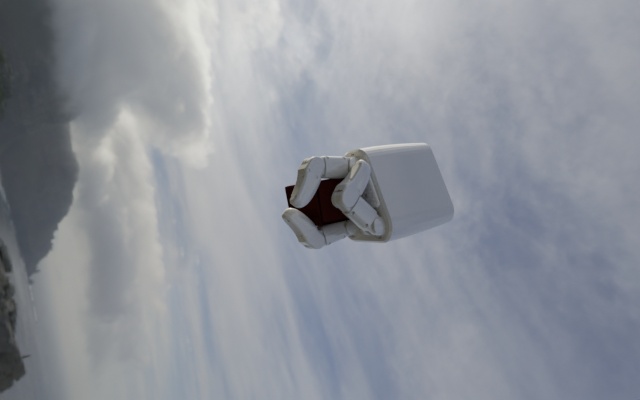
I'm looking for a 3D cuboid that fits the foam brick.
[{"bbox_3d":[0.000,0.002,0.578,0.051,0.053,0.078,-12,4,-30],"label":"foam brick"}]
